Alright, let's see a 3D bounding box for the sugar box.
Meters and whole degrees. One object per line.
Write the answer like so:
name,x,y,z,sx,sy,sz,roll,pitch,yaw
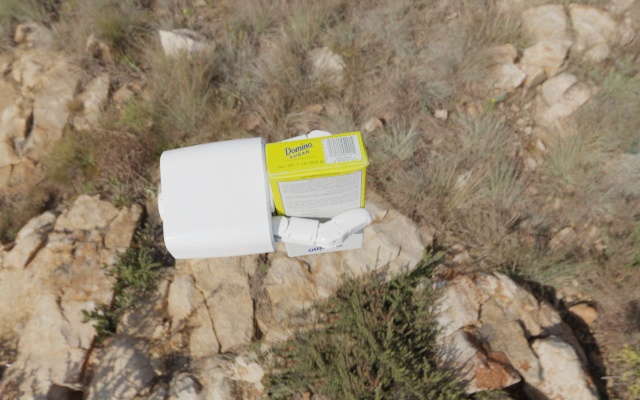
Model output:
sugar box,0.000,0.001,0.509,0.093,0.048,0.176,-7,-28,-2
